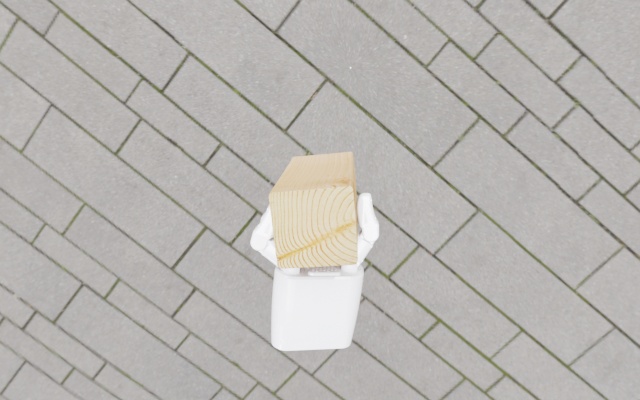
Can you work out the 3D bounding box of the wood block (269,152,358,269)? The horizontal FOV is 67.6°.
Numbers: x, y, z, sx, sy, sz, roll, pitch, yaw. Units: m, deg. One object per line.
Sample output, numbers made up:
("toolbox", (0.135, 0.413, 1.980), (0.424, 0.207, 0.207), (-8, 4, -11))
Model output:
("wood block", (0.000, 0.002, 0.604), (0.091, 0.090, 0.206), (-4, 16, 5))
